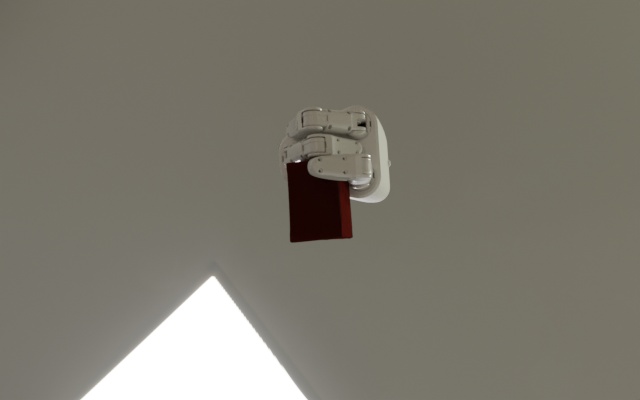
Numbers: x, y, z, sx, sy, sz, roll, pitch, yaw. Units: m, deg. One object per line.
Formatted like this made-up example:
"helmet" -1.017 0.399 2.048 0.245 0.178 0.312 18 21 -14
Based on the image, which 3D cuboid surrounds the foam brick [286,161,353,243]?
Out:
"foam brick" 0.000 0.002 0.471 0.053 0.078 0.051 -4 -6 14
